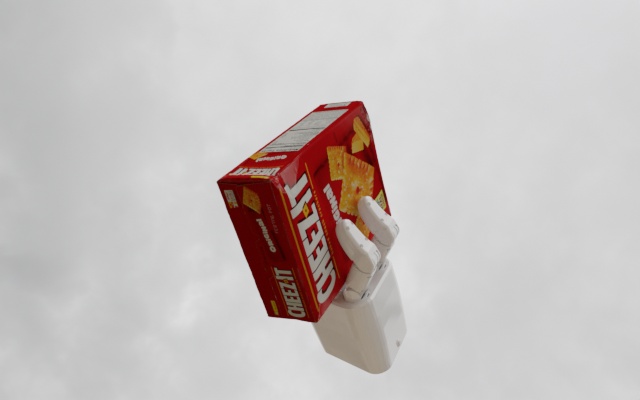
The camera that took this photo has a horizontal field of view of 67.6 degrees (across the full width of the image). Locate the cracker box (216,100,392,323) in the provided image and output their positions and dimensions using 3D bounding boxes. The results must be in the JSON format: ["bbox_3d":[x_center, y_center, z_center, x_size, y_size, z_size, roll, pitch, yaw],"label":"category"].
[{"bbox_3d":[0.000,0.002,0.531,0.072,0.164,0.213,-1,28,31],"label":"cracker box"}]
